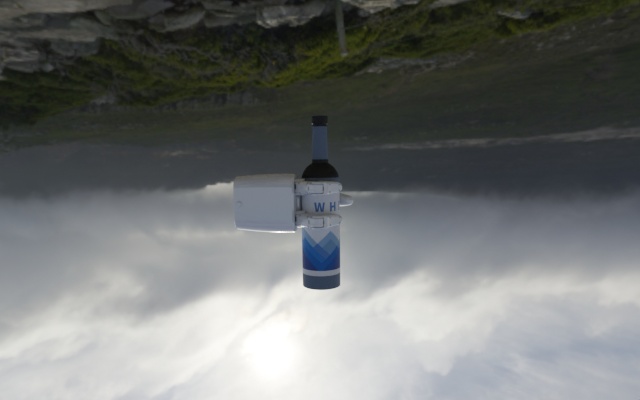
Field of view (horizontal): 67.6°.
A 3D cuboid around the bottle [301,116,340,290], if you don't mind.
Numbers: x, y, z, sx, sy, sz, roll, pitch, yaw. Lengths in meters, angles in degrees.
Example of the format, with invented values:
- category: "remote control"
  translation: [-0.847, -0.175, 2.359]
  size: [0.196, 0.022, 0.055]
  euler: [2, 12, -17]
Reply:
- category: "bottle"
  translation: [0.000, 0.003, 0.829]
  size: [0.069, 0.296, 0.069]
  euler: [-1, 6, 0]
